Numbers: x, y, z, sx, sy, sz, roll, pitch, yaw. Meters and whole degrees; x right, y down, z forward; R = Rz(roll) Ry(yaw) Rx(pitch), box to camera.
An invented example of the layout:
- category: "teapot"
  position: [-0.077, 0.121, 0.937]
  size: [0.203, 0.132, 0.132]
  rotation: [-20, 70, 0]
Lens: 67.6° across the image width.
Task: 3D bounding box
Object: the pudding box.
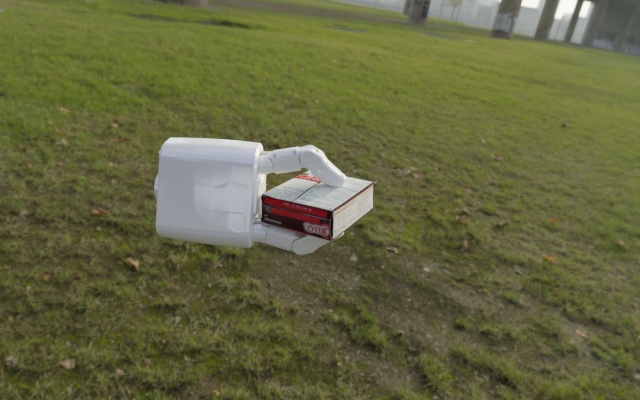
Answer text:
- category: "pudding box"
  position: [0.000, 0.002, 0.541]
  size: [0.090, 0.039, 0.113]
  rotation: [14, 26, 26]
